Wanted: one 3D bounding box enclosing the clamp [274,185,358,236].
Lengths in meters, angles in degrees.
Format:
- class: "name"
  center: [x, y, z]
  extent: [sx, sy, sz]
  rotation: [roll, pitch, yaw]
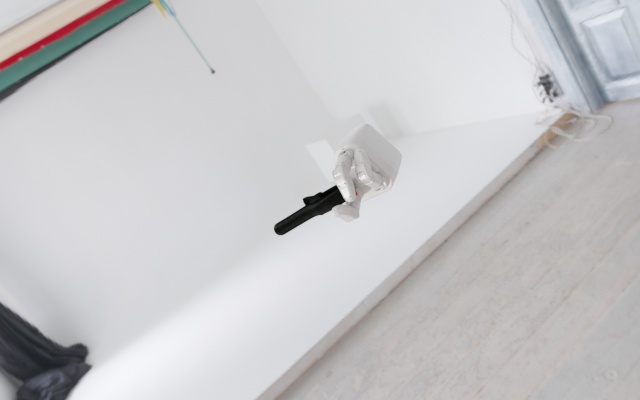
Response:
- class: "clamp"
  center: [0.000, 0.002, 0.867]
  extent: [0.171, 0.039, 0.120]
  rotation: [-25, 19, 32]
